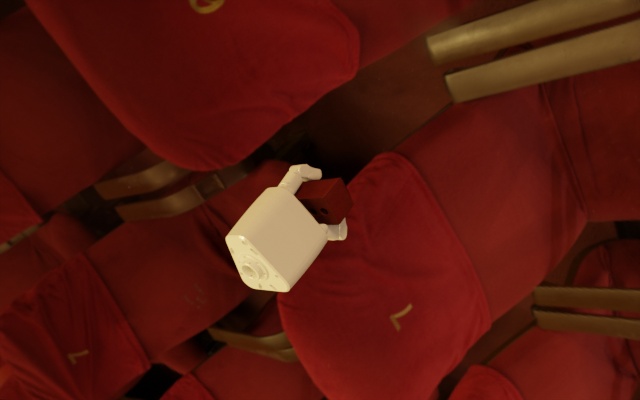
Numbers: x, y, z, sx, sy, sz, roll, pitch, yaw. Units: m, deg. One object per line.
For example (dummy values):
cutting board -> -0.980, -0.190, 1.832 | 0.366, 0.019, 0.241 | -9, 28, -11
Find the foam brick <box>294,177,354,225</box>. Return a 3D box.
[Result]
foam brick -> 0.000, 0.002, 0.719 | 0.078, 0.053, 0.051 | -4, 36, 40
